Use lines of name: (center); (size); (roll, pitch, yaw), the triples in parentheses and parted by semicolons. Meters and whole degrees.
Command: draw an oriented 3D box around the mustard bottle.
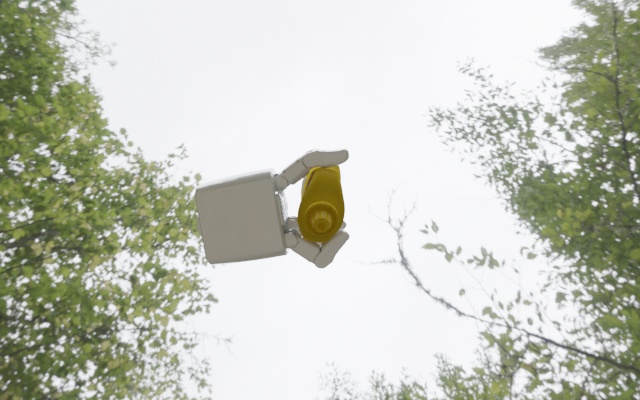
mustard bottle: (0.000, 0.002, 0.632); (0.058, 0.096, 0.191); (13, 16, -4)
